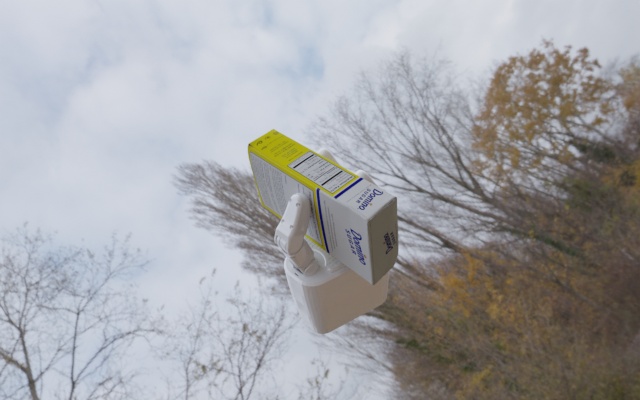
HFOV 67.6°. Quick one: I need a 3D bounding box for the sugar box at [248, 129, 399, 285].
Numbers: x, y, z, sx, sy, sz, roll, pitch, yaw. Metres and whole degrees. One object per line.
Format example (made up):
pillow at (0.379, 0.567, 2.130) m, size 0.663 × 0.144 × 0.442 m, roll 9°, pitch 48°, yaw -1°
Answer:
sugar box at (0.000, 0.001, 0.488) m, size 0.176 × 0.093 × 0.048 m, roll 31°, pitch 56°, yaw 34°
